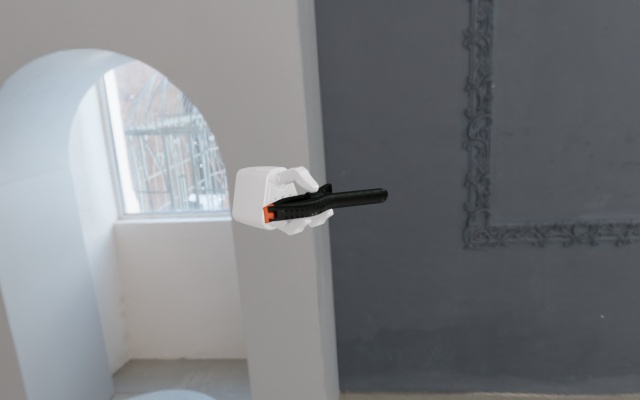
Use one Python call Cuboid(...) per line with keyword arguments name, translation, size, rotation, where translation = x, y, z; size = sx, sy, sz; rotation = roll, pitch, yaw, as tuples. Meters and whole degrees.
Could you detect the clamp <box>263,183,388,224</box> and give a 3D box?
Cuboid(name="clamp", translation=(-0.001, 0.002, 0.814), size=(0.210, 0.036, 0.164), rotation=(-16, 14, -43))
